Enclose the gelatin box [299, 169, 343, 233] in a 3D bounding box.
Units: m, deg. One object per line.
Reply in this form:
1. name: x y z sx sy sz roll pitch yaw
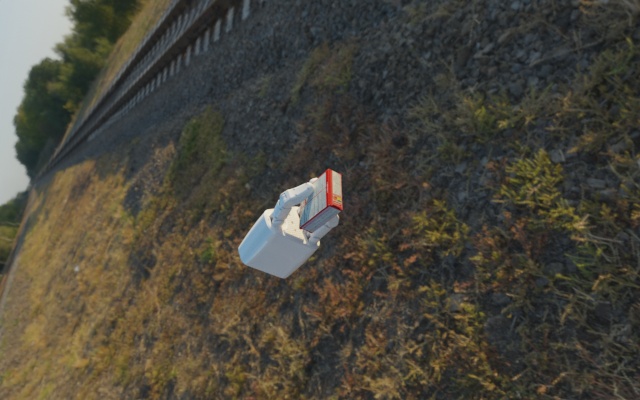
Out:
1. gelatin box: 0.000 0.002 0.791 0.030 0.073 0.089 22 -40 -27
